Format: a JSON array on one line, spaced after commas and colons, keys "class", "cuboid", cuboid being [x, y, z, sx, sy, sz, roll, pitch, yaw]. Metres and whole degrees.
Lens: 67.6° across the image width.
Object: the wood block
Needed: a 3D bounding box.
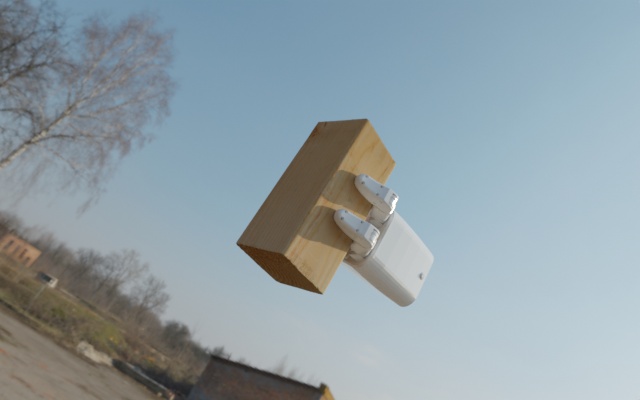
[{"class": "wood block", "cuboid": [0.000, 0.002, 0.607, 0.091, 0.206, 0.090, 5, -36, 45]}]
